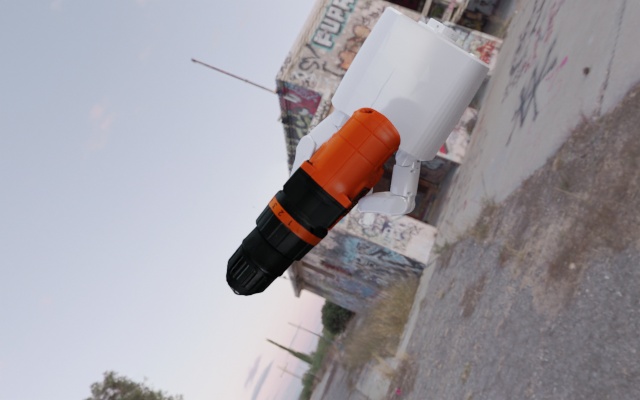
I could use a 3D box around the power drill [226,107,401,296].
[{"bbox_3d":[0.000,0.001,0.446,0.057,0.184,0.187,44,8,2],"label":"power drill"}]
